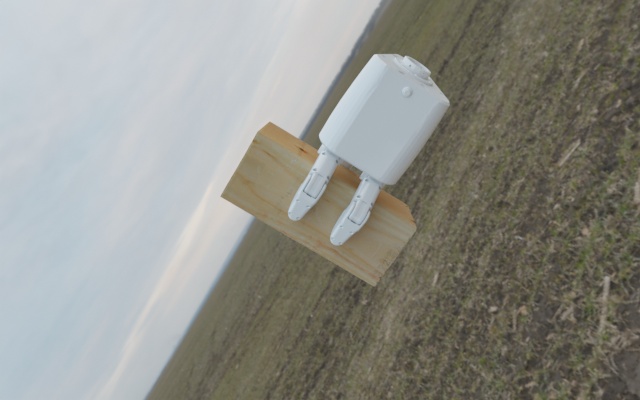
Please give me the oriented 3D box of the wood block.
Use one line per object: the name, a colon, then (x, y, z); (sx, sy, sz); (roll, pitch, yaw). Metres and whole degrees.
wood block: (0.000, 0.001, 0.574); (0.206, 0.090, 0.090); (31, 16, -6)
